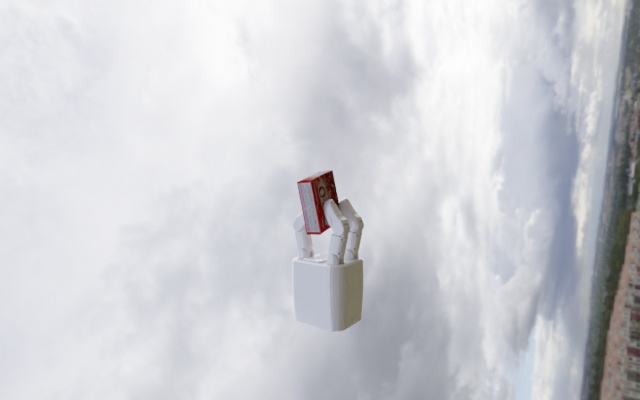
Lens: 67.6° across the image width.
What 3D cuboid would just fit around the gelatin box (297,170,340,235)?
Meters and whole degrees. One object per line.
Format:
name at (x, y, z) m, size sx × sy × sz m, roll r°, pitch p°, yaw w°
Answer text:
gelatin box at (0.000, 0.002, 0.767) m, size 0.030 × 0.089 × 0.073 m, roll -4°, pitch 14°, yaw 31°
